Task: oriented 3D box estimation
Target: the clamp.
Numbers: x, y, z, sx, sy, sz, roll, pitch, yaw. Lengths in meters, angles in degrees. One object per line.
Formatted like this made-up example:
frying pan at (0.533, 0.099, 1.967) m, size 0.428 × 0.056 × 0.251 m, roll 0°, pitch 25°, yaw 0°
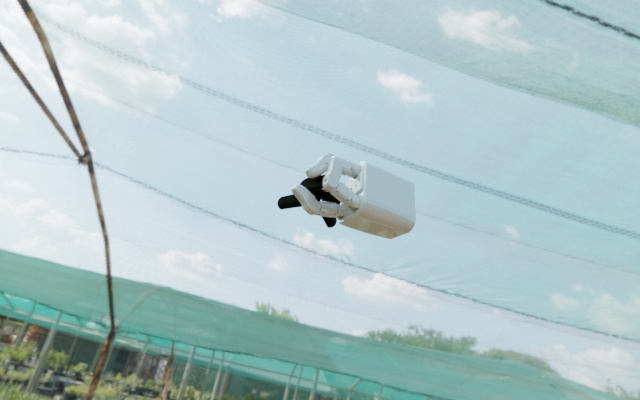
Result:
clamp at (0.000, 0.002, 0.868) m, size 0.120 × 0.039 × 0.171 m, roll 20°, pitch -23°, yaw -18°
